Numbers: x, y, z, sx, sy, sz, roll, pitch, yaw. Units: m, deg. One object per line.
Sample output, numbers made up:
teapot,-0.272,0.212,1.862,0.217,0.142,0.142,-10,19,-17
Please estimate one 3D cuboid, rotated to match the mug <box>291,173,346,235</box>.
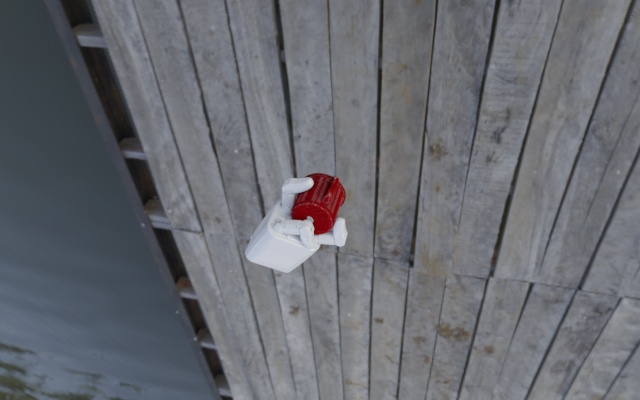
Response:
mug,0.001,0.002,0.881,0.093,0.081,0.117,33,-48,-11
